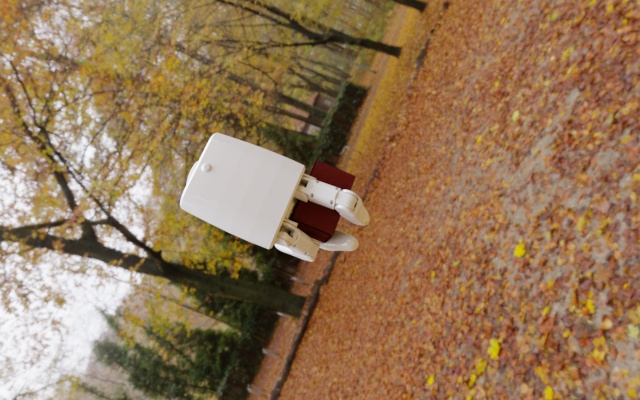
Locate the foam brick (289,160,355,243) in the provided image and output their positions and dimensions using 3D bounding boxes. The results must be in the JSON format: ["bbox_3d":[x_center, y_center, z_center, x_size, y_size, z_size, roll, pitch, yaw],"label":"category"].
[{"bbox_3d":[0.000,0.002,0.553,0.051,0.078,0.053,23,-17,-3],"label":"foam brick"}]
